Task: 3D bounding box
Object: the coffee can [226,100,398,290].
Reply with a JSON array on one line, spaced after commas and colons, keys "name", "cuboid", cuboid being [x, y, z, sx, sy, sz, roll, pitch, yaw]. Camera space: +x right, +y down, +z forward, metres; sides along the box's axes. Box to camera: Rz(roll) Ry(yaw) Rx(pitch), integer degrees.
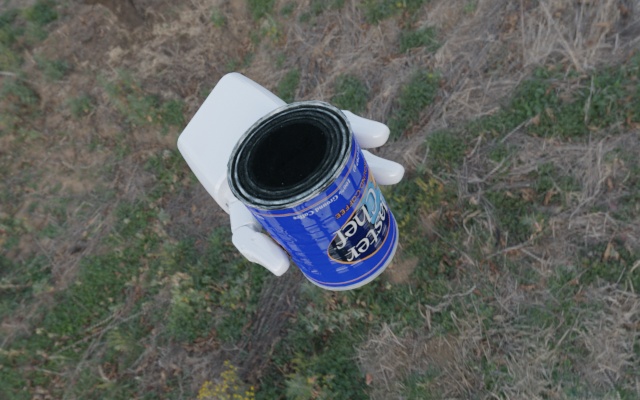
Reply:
[{"name": "coffee can", "cuboid": [0.000, 0.002, 0.406, 0.103, 0.102, 0.140, 0, -33, 25]}]
